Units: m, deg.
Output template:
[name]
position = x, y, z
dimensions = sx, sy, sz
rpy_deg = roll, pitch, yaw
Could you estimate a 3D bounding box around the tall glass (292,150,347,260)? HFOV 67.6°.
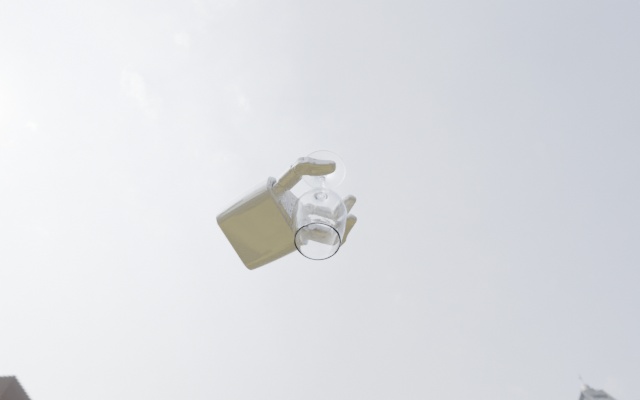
[tall glass]
position = 0.000, 0.002, 0.706
dimensions = 0.079, 0.079, 0.201
rpy_deg = 0, 31, 3
